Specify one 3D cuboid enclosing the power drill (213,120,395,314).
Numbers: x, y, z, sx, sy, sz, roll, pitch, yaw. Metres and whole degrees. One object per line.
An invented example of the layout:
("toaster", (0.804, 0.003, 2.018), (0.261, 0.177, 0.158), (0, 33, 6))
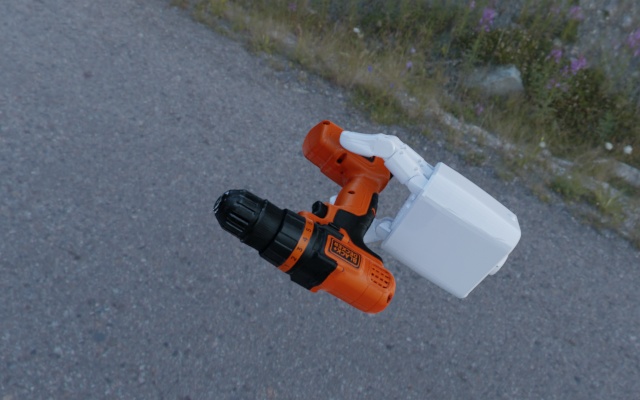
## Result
("power drill", (0.000, 0.001, 0.482), (0.184, 0.187, 0.057), (33, -47, -16))
